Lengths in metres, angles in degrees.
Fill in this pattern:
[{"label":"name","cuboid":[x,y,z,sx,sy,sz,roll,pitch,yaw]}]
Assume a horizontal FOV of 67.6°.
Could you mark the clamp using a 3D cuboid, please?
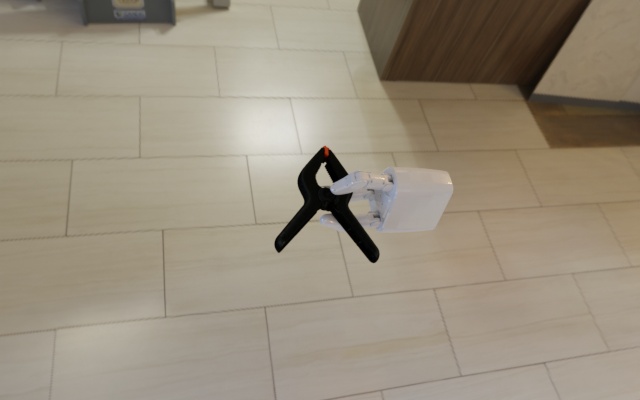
[{"label":"clamp","cuboid":[0.001,0.002,0.761,0.164,0.209,0.036,3,-32,-20]}]
